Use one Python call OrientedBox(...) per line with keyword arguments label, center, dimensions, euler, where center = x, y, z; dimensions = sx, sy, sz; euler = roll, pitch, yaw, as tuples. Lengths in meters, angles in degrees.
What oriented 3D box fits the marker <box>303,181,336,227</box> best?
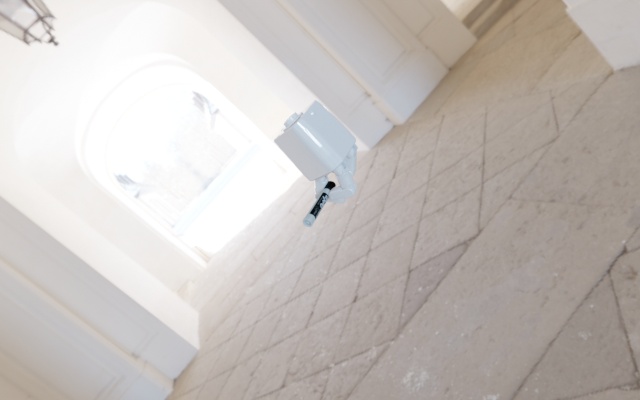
OrientedBox(label="marker", center=(0.000, 0.003, 0.878), dimensions=(0.020, 0.020, 0.121), euler=(0, 38, 30))
